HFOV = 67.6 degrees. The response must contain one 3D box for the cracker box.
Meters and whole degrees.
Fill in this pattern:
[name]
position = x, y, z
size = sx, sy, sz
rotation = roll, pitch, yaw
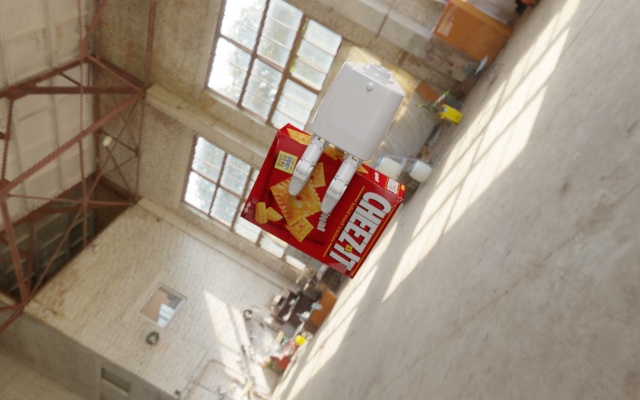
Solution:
[cracker box]
position = 0.000, 0.002, 0.754
size = 0.213, 0.164, 0.072
rotation = 29, 24, 1
